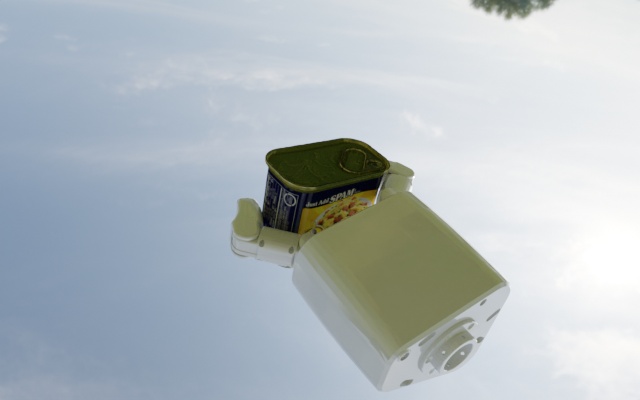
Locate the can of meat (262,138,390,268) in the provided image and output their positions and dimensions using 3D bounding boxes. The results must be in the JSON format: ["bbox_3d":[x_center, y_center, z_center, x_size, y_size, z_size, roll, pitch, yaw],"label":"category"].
[{"bbox_3d":[0.000,0.002,0.401,0.102,0.084,0.057,-14,42,-34],"label":"can of meat"}]
